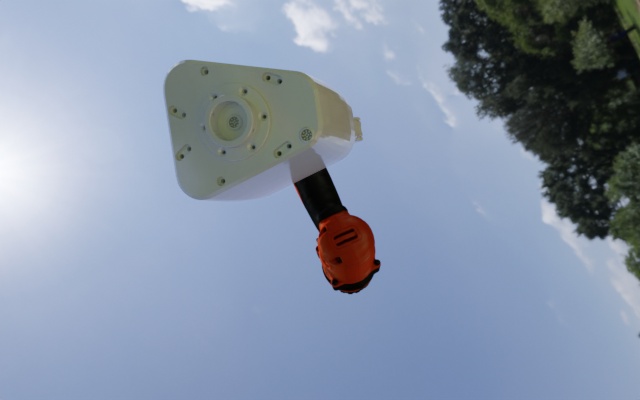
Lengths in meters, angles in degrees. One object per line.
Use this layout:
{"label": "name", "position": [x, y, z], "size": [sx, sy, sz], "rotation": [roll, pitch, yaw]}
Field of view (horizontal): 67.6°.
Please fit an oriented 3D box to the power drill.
{"label": "power drill", "position": [0.000, 0.001, 0.479], "size": [0.057, 0.187, 0.184], "rotation": [-25, -19, -6]}
